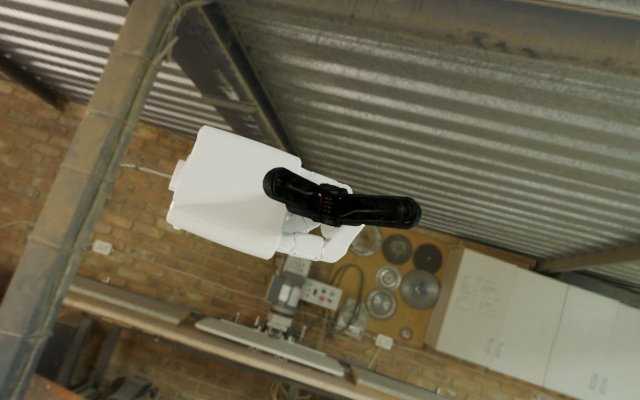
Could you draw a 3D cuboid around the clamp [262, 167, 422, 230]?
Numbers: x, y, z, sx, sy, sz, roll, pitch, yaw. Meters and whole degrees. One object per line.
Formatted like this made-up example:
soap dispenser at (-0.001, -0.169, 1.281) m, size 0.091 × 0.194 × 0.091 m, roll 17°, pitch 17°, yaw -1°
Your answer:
clamp at (0.000, 0.001, 0.419) m, size 0.120 × 0.039 × 0.171 m, roll 20°, pitch -10°, yaw -13°
